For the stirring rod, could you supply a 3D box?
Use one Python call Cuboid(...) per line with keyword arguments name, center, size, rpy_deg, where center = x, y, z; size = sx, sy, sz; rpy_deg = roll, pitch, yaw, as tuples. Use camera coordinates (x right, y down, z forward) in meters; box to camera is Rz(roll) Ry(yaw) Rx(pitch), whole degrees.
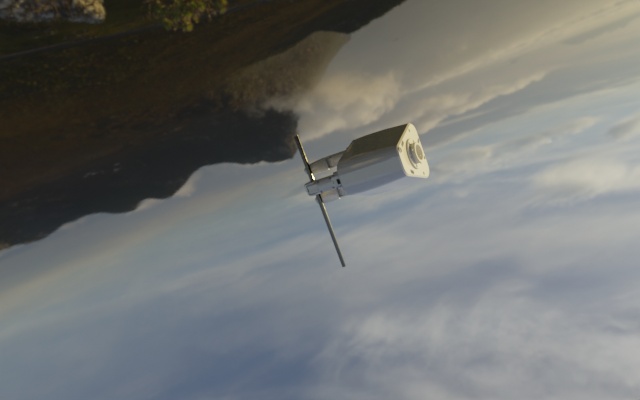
Cuboid(name="stirring rod", center=(0.000, 0.003, 0.818), size=(0.011, 0.239, 0.011), rpy_deg=(-20, 7, 3))
